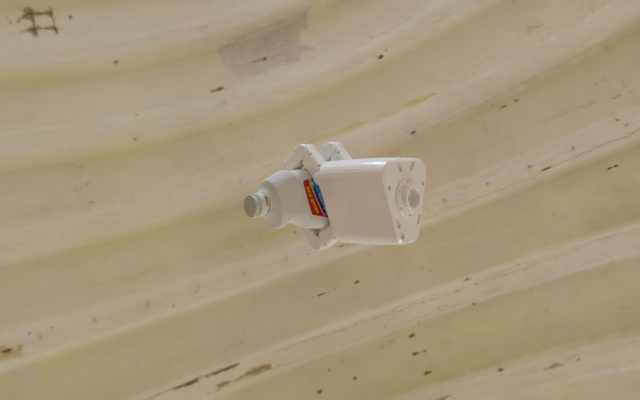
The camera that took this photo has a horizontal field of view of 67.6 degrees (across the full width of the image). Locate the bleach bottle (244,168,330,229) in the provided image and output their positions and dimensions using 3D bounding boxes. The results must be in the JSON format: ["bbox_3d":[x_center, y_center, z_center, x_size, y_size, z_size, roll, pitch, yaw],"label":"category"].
[{"bbox_3d":[0.000,0.002,0.689,0.068,0.102,0.251,1,7,45],"label":"bleach bottle"}]
